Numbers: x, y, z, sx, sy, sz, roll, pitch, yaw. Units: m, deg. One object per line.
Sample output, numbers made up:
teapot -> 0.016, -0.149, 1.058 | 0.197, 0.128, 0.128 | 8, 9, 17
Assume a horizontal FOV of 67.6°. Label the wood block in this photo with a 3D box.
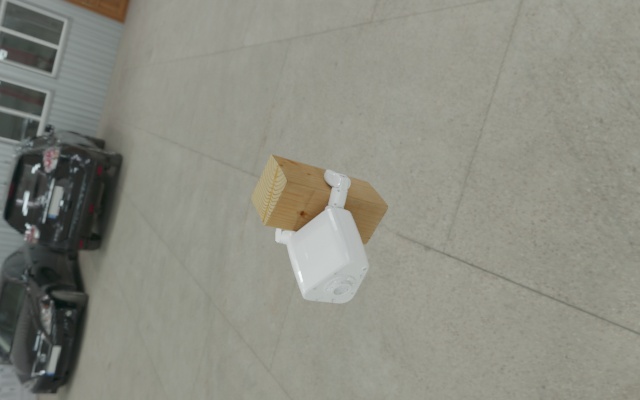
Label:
wood block -> 0.000, 0.003, 0.823 | 0.206, 0.091, 0.090 | 14, 26, -32
